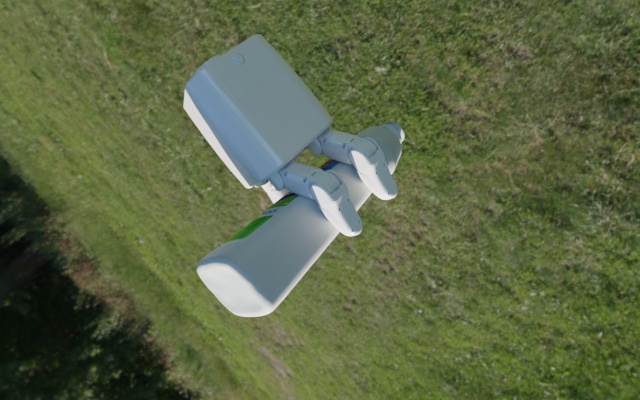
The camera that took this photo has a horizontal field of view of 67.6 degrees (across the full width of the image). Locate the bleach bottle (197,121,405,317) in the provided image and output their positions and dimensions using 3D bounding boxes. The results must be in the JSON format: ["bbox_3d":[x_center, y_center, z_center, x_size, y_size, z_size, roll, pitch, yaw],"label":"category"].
[{"bbox_3d":[0.000,0.002,0.469,0.250,0.068,0.102,-45,12,-31],"label":"bleach bottle"}]
